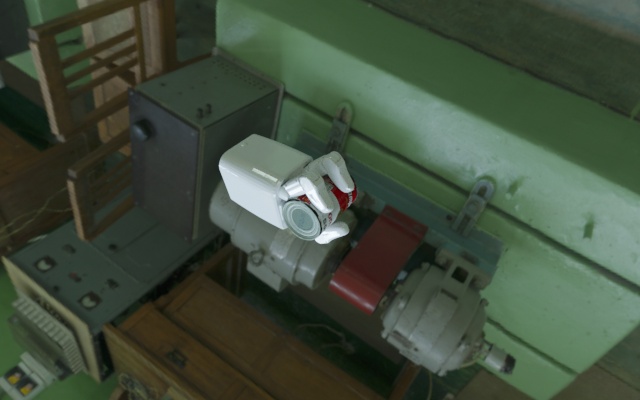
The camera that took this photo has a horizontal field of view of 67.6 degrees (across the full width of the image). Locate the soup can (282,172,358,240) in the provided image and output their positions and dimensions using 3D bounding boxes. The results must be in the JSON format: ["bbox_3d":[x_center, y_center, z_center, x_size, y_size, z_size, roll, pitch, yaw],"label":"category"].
[{"bbox_3d":[0.000,0.003,0.687,0.068,0.068,0.102,0,30,39],"label":"soup can"}]
